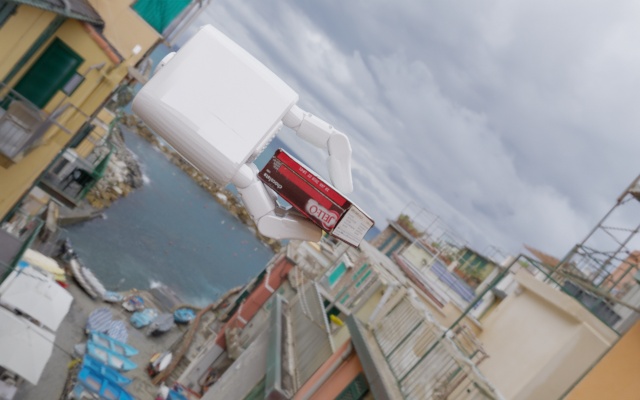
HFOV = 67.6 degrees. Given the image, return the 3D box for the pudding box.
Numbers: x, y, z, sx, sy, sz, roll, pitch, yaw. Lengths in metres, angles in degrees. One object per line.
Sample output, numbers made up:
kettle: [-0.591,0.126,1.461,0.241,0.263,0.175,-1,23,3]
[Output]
pudding box: [0.000,0.001,0.461,0.090,0.039,0.113,39,3,20]
